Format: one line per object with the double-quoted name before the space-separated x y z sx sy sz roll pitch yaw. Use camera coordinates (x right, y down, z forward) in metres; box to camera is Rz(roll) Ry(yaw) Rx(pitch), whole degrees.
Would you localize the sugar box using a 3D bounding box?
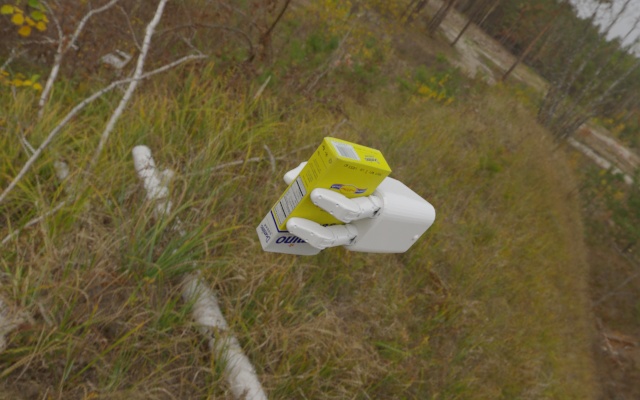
"sugar box" 0.000 0.002 0.616 0.093 0.048 0.176 10 -50 -38
